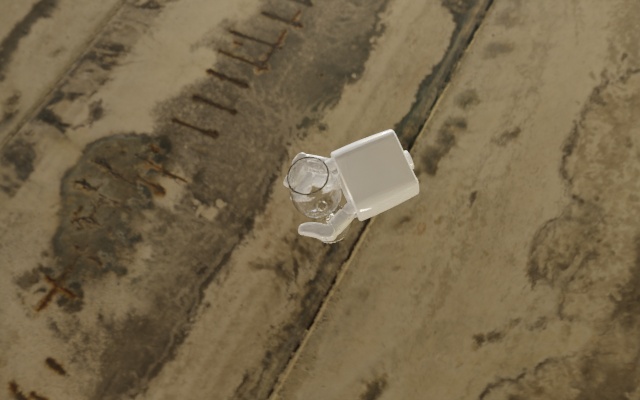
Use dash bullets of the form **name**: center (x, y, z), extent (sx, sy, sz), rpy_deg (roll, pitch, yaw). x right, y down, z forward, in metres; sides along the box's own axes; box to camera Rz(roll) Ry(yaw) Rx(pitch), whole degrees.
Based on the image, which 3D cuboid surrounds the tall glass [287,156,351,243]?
- **tall glass**: center (0.000, 0.003, 0.772), extent (0.079, 0.079, 0.201), rpy_deg (0, -23, 12)
